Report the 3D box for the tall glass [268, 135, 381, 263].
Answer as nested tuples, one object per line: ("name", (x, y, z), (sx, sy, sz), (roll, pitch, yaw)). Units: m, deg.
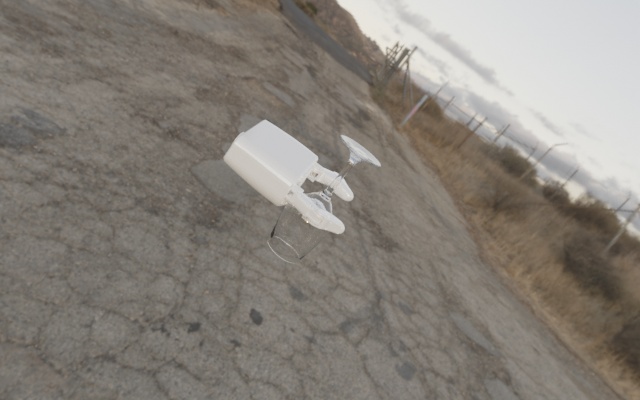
("tall glass", (0.001, 0.002, 0.723), (0.079, 0.201, 0.079), (34, 17, -12))
